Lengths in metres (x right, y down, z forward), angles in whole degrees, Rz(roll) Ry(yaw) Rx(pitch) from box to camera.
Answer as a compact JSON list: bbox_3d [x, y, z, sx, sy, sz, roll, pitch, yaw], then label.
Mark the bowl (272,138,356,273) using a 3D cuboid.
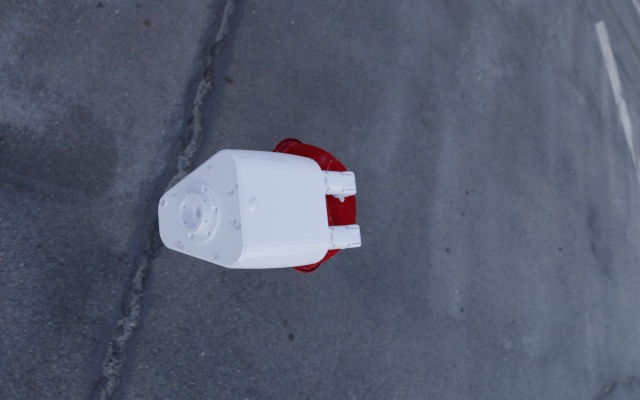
[{"bbox_3d":[0.001,0.002,0.559,0.055,0.162,0.162,-9,-4,24],"label":"bowl"}]
